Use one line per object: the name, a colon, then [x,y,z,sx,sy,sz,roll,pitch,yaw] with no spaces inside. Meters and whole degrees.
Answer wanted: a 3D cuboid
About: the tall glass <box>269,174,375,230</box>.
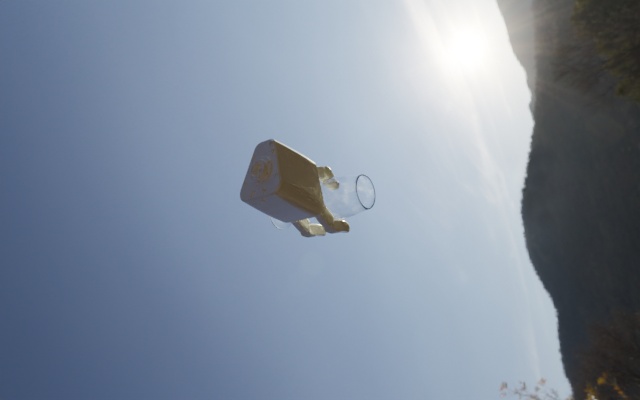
tall glass: [0.000,0.003,0.881,0.201,0.079,0.079,-13,-8,36]
